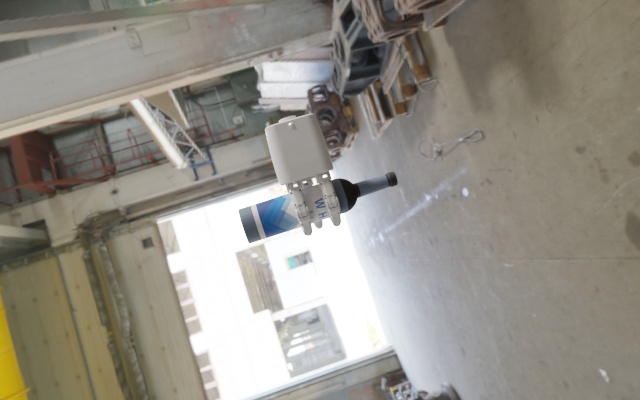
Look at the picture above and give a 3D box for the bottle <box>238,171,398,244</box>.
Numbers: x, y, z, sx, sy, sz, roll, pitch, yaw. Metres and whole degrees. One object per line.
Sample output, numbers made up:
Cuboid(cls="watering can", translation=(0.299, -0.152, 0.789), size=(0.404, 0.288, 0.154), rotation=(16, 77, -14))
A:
Cuboid(cls="bottle", translation=(0.000, 0.003, 0.880), size=(0.295, 0.069, 0.069), rotation=(-18, 2, -5))
